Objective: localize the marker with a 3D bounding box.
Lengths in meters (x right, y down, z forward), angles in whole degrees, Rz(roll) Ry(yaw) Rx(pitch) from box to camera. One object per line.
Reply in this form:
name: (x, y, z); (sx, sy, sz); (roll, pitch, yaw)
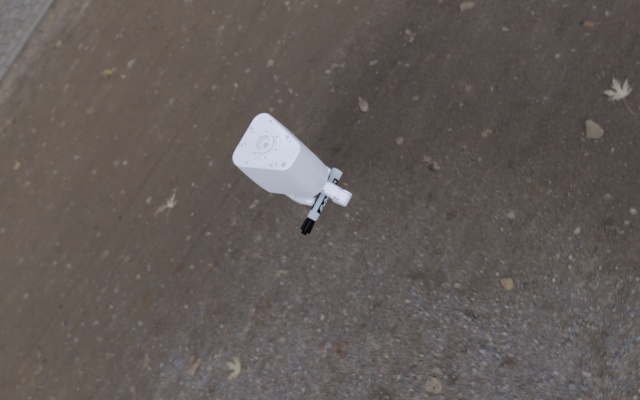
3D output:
marker: (0.000, 0.003, 0.786); (0.020, 0.121, 0.020); (28, -7, 4)
